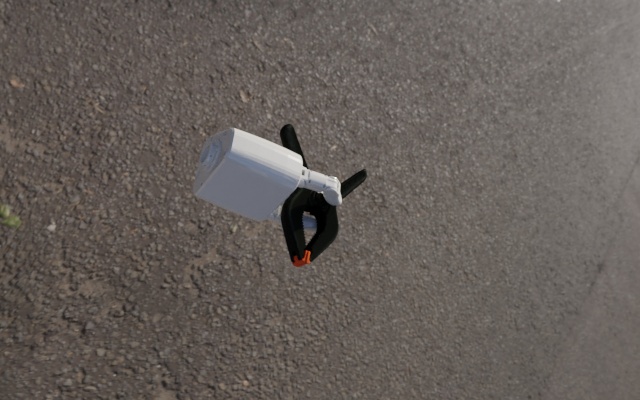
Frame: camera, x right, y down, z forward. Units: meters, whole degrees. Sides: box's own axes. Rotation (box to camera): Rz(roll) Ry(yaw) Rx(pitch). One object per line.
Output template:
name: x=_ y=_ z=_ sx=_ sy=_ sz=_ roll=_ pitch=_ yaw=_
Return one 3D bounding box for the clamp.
clamp: x=0.000 y=0.002 z=0.715 sx=0.164 sy=0.210 sz=0.036 roll=21 pitch=-30 yaw=-29
